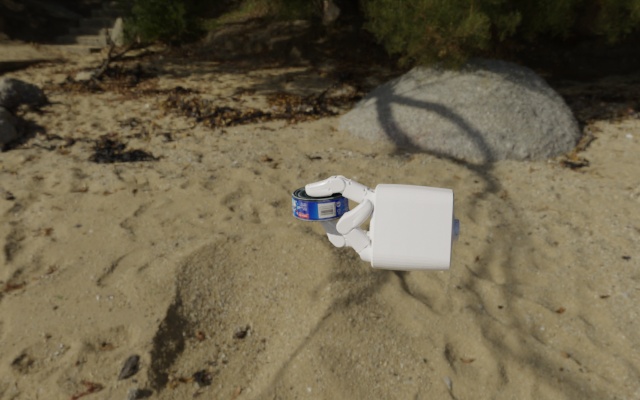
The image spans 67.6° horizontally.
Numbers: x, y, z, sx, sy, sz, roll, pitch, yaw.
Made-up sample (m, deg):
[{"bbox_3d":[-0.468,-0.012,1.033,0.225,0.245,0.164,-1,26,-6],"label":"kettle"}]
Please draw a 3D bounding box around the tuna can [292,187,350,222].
[{"bbox_3d":[0.000,0.002,0.714,0.086,0.034,0.086,-4,17,1],"label":"tuna can"}]
